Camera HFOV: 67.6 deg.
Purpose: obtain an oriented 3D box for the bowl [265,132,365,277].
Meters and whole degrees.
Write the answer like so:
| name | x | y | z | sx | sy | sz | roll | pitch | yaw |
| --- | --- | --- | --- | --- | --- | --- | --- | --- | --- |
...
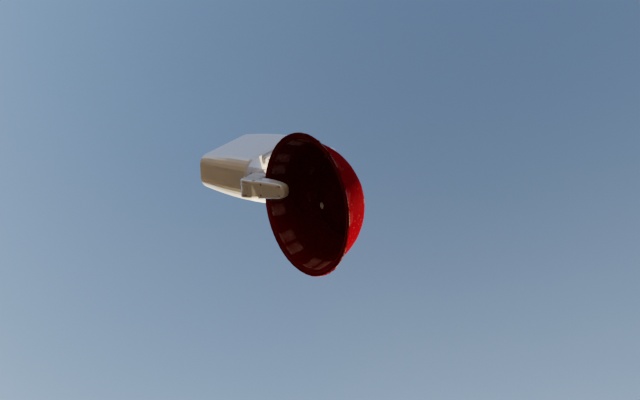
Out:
| name | x | y | z | sx | sy | sz | roll | pitch | yaw |
| --- | --- | --- | --- | --- | --- | --- | --- | --- | --- |
| bowl | 0.001 | 0.002 | 0.544 | 0.055 | 0.162 | 0.162 | -11 | 6 | -35 |
